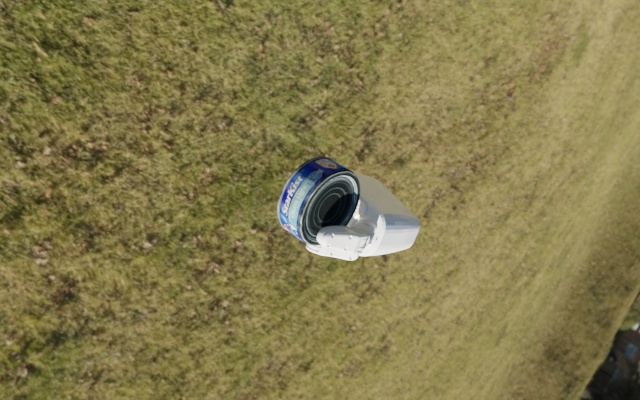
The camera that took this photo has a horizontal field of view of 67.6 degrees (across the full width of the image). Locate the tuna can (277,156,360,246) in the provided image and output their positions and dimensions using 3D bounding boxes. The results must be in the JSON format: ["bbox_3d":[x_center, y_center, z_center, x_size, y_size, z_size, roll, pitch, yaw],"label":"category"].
[{"bbox_3d":[0.000,0.002,0.476,0.033,0.086,0.086,33,20,35],"label":"tuna can"}]
